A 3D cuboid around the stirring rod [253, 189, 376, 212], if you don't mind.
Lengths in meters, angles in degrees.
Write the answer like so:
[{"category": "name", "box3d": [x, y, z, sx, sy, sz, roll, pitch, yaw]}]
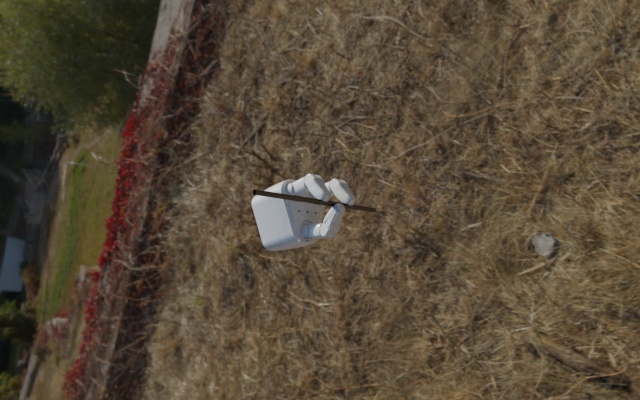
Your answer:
[{"category": "stirring rod", "box3d": [0.000, 0.003, 0.742, 0.239, 0.011, 0.011, 9, -6, -39]}]
